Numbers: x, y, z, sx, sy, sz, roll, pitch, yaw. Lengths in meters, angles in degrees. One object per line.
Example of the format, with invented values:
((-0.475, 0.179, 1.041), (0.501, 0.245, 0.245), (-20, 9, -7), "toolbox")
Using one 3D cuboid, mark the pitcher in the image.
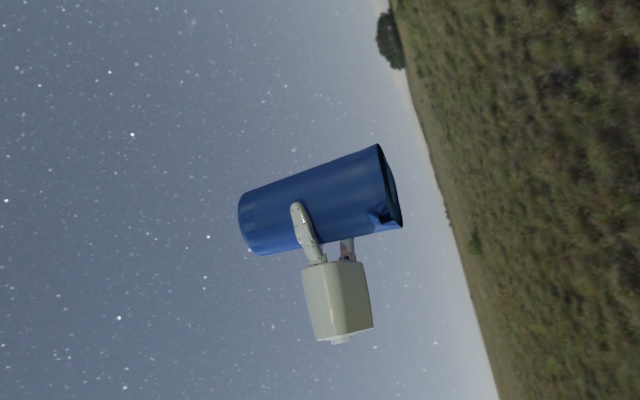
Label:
((0.000, 0.003, 0.754), (0.243, 0.145, 0.149), (-16, -13, 15), "pitcher")
